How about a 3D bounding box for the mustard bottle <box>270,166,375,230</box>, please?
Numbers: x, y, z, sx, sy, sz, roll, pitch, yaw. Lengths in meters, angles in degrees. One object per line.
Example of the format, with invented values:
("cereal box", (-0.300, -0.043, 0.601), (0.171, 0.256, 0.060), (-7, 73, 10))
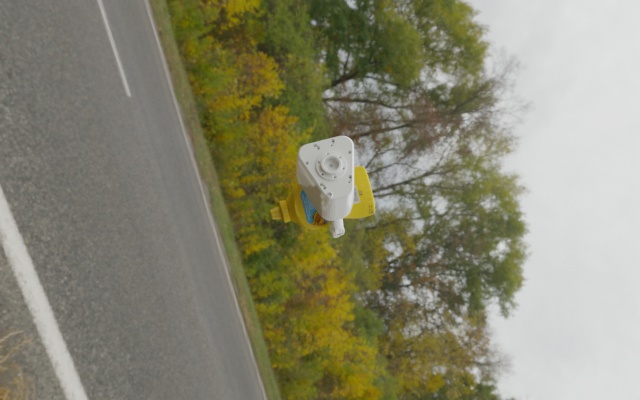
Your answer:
("mustard bottle", (0.000, 0.003, 0.897), (0.191, 0.096, 0.058), (-15, 8, -6))
